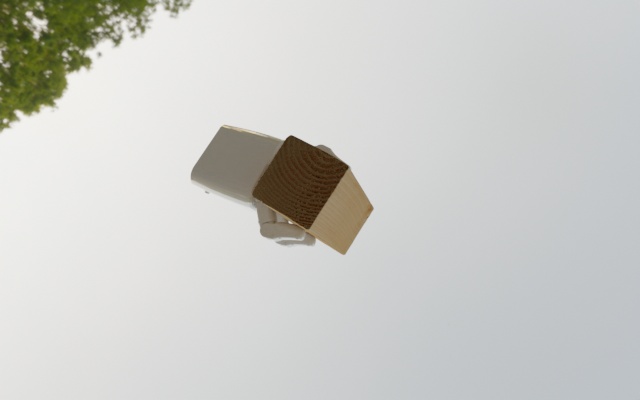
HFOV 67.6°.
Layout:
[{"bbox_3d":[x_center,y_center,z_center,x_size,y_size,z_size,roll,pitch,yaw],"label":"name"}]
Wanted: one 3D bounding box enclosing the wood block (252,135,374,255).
[{"bbox_3d":[0.000,0.002,0.654,0.090,0.091,0.206,30,-5,20],"label":"wood block"}]
